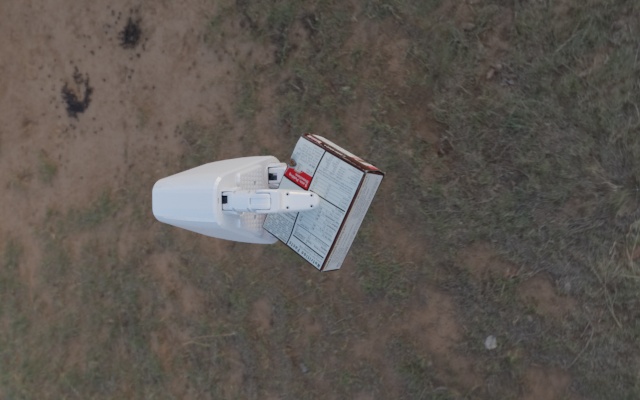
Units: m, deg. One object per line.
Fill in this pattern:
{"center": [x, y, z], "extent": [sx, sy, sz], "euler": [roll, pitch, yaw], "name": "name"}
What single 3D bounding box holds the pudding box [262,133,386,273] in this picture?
{"center": [0.000, 0.002, 0.477], "extent": [0.090, 0.113, 0.039], "euler": [33, 20, 30], "name": "pudding box"}
